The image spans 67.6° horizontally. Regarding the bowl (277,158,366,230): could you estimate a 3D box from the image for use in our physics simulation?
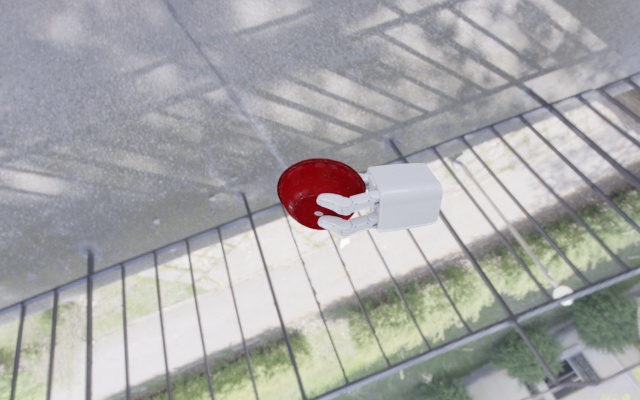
[{"bbox_3d":[-0.001,0.003,0.842,0.162,0.055,0.162,3,-44,2],"label":"bowl"}]
